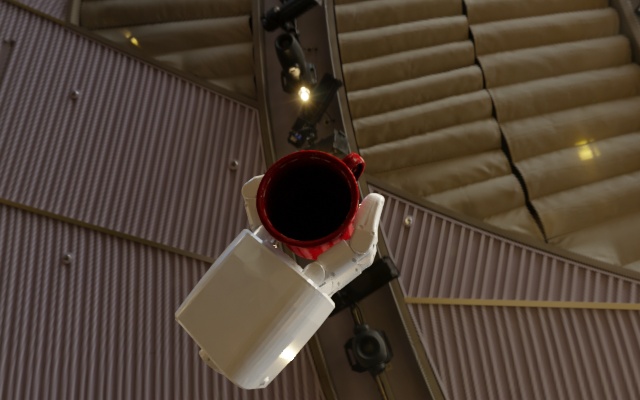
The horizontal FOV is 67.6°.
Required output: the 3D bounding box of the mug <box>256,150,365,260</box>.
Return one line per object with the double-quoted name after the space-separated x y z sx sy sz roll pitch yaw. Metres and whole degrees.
0.001 0.000 0.467 0.093 0.117 0.081 39 -11 18 "mug"
